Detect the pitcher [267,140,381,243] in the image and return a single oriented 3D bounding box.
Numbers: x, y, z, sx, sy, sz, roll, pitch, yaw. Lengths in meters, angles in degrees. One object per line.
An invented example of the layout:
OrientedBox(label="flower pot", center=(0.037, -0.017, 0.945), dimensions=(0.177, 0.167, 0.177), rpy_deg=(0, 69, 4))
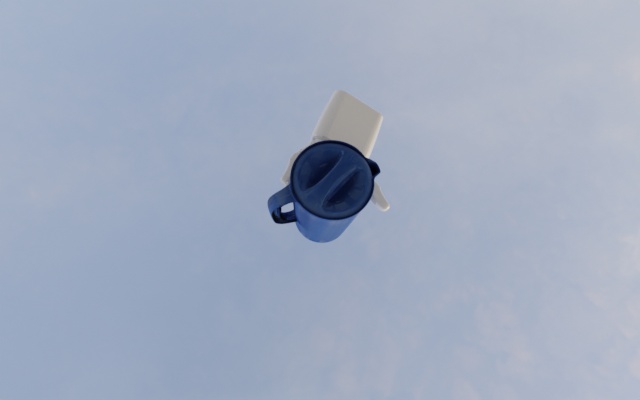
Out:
OrientedBox(label="pitcher", center=(0.000, 0.003, 0.850), dimensions=(0.149, 0.145, 0.243), rpy_deg=(23, -18, 3))
